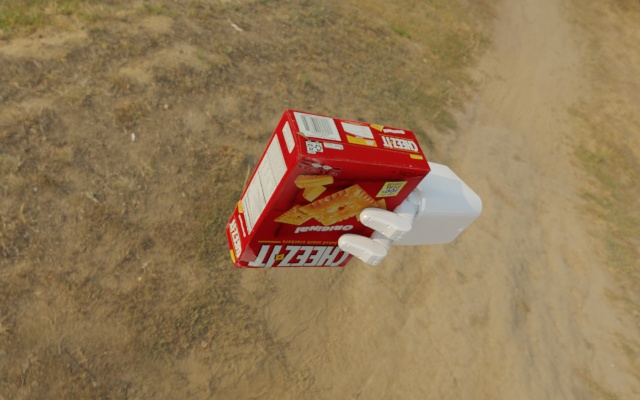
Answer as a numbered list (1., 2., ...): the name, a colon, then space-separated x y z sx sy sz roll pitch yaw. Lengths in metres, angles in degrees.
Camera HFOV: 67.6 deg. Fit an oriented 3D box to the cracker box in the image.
1. cracker box: 0.000 0.002 0.567 0.164 0.072 0.214 4 -39 -29
